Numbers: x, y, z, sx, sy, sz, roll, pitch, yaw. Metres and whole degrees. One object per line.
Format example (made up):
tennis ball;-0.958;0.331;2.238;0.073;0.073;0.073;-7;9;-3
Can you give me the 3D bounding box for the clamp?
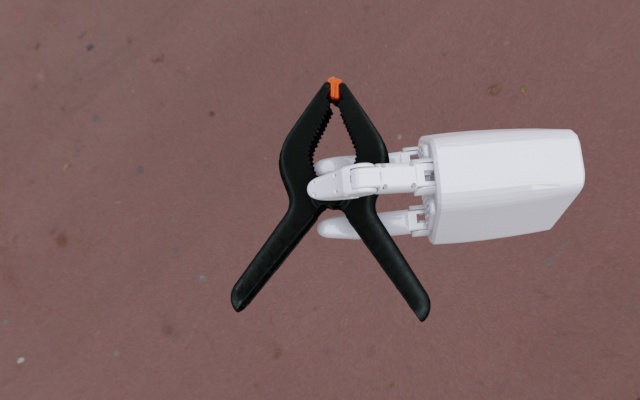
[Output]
clamp;0.000;0.001;0.406;0.164;0.210;0.036;-5;-9;5
